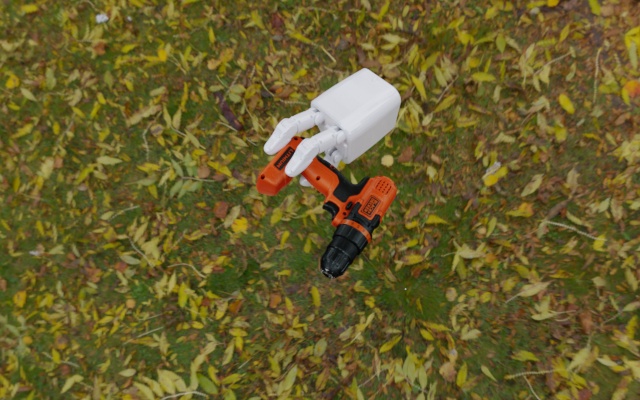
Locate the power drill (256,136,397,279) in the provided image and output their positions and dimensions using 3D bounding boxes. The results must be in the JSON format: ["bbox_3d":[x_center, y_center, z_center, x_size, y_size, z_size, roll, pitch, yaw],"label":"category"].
[{"bbox_3d":[0.000,0.002,0.715,0.187,0.184,0.057,33,-28,6],"label":"power drill"}]
